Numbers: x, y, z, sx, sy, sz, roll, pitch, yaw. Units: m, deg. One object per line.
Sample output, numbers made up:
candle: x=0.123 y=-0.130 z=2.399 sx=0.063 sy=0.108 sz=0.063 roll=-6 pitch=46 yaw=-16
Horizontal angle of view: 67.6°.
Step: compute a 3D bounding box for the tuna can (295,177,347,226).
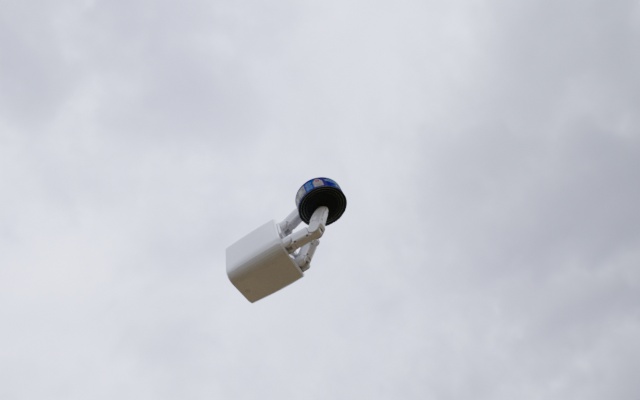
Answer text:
tuna can: x=0.000 y=0.002 z=0.822 sx=0.086 sy=0.086 sz=0.033 roll=0 pitch=35 yaw=-18
